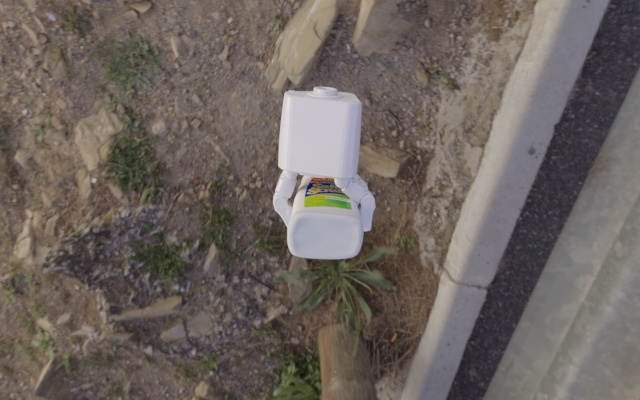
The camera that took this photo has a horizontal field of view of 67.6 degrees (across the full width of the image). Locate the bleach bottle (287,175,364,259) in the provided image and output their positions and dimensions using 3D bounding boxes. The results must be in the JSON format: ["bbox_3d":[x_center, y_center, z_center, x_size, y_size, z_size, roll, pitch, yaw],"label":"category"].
[{"bbox_3d":[0.000,0.002,0.727,0.102,0.068,0.250,4,21,-6],"label":"bleach bottle"}]
